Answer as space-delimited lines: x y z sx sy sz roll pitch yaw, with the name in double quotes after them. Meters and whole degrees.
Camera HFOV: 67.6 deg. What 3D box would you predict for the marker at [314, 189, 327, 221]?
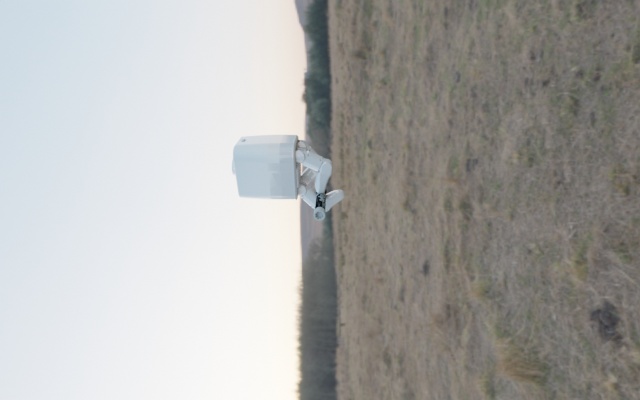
0.000 0.003 0.814 0.020 0.020 0.121 0 21 2 "marker"
